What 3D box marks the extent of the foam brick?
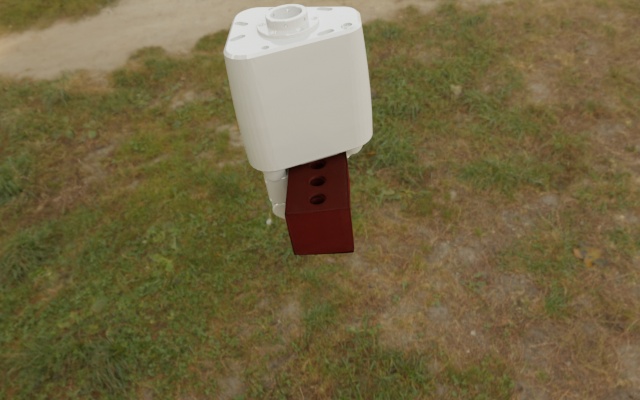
[{"bbox_3d":[0.000,0.002,0.412,0.053,0.051,0.078,-5,43,4],"label":"foam brick"}]
